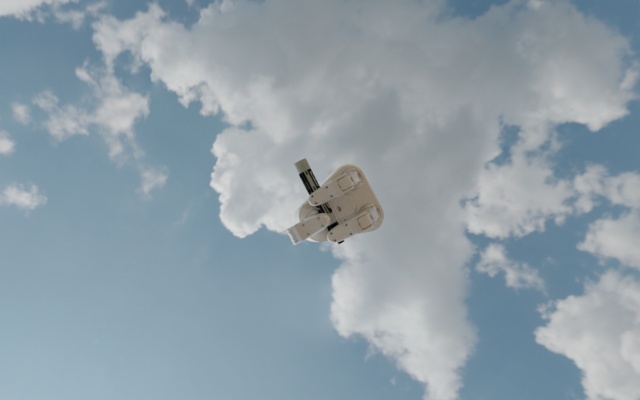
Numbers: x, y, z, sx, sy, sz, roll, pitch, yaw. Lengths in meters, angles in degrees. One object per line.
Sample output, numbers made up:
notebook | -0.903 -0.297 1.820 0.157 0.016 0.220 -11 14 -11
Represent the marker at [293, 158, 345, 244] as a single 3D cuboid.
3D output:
marker | 0.000 0.002 0.627 0.020 0.121 0.020 -28 1 0
